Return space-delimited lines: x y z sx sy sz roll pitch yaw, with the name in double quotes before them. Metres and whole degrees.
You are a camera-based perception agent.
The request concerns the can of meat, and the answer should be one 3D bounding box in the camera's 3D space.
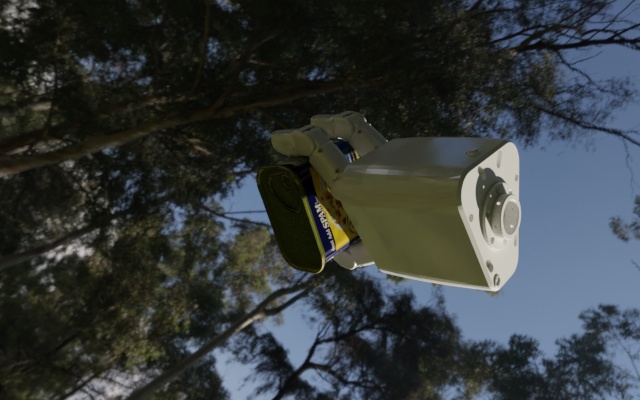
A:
"can of meat" 0.000 0.001 0.441 0.084 0.102 0.057 -31 21 -38
